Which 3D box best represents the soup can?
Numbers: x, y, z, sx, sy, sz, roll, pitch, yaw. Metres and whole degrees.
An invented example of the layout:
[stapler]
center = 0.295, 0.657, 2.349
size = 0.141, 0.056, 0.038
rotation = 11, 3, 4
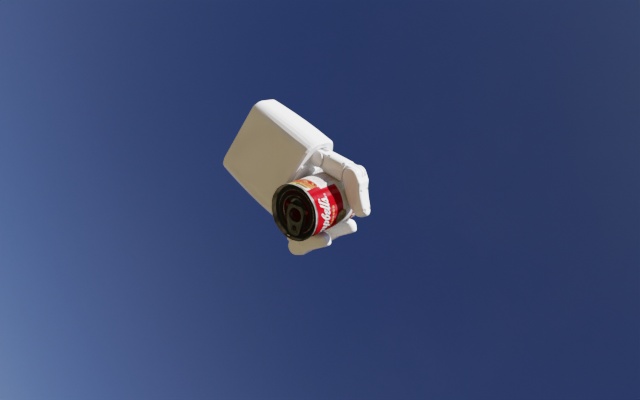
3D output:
[soup can]
center = 0.001, 0.002, 0.576
size = 0.068, 0.068, 0.102
rotation = 0, 14, 40
